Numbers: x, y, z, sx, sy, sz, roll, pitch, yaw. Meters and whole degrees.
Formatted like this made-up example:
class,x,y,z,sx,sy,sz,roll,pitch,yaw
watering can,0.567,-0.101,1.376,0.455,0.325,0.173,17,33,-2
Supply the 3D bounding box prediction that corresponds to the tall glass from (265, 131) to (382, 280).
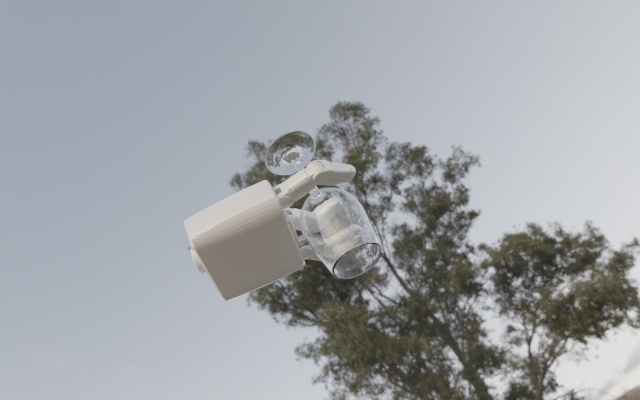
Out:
class,x,y,z,sx,sy,sz,roll,pitch,yaw
tall glass,0.000,0.001,0.588,0.079,0.079,0.201,0,41,-34
